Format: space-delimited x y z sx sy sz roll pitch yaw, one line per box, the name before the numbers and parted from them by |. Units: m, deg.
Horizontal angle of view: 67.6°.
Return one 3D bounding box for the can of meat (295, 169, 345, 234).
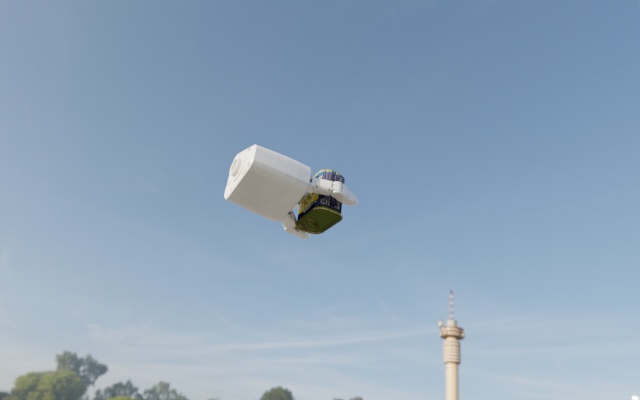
can of meat | 0.000 0.003 0.866 0.057 0.084 0.102 21 -32 -22
